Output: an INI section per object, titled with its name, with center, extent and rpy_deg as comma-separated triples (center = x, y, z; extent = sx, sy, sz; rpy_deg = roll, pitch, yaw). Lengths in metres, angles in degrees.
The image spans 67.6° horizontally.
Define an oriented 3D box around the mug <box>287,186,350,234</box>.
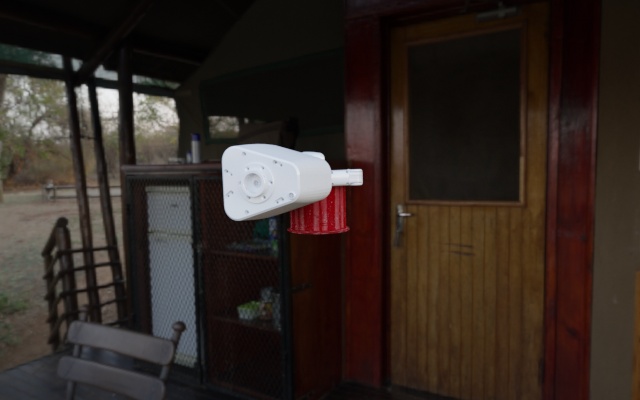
[mug]
center = 0.001, 0.002, 0.723
extent = 0.093, 0.081, 0.117
rpy_deg = 1, 5, 19
